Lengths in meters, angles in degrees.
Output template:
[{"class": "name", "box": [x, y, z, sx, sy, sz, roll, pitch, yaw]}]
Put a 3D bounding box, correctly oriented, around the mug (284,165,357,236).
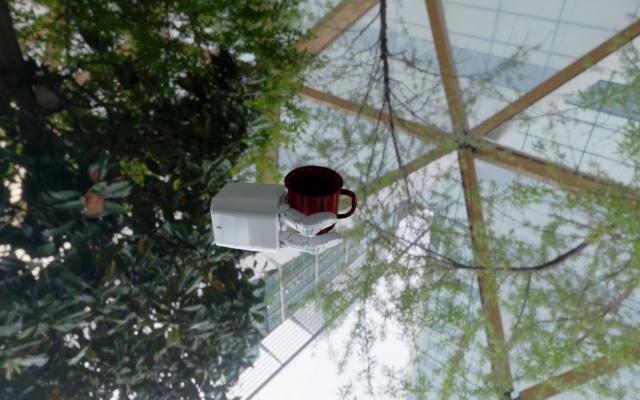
[{"class": "mug", "box": [0.002, 0.003, 0.769, 0.117, 0.082, 0.093, 4, 36, 2]}]
